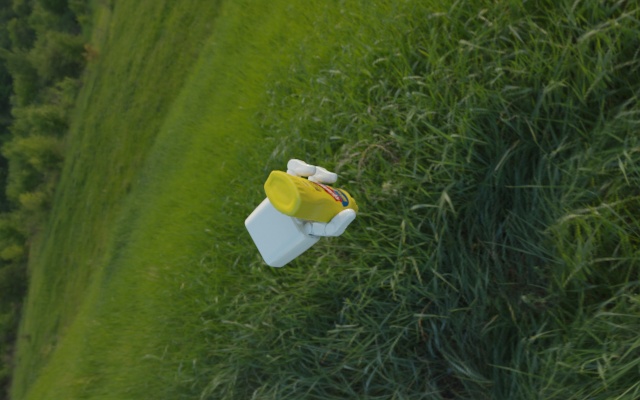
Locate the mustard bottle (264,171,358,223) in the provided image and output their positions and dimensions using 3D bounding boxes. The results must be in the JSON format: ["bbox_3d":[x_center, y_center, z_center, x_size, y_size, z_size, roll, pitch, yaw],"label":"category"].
[{"bbox_3d":[0.000,0.002,0.826,0.192,0.058,0.096,14,21,-46],"label":"mustard bottle"}]
